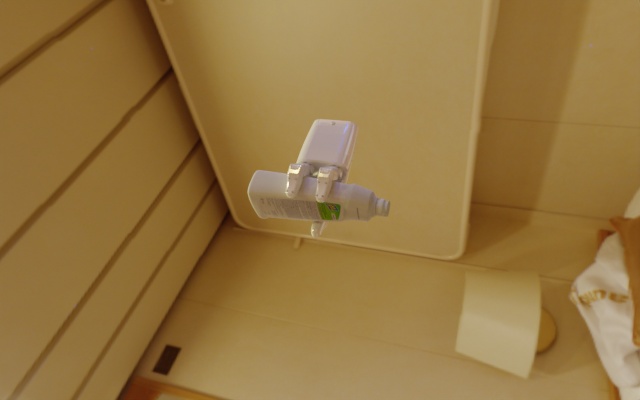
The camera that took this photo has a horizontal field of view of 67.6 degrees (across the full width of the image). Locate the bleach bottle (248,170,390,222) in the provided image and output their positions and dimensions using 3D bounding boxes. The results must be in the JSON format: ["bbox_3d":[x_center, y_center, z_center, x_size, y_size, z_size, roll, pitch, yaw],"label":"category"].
[{"bbox_3d":[0.000,0.003,0.863,0.251,0.068,0.103,8,-31,18],"label":"bleach bottle"}]
